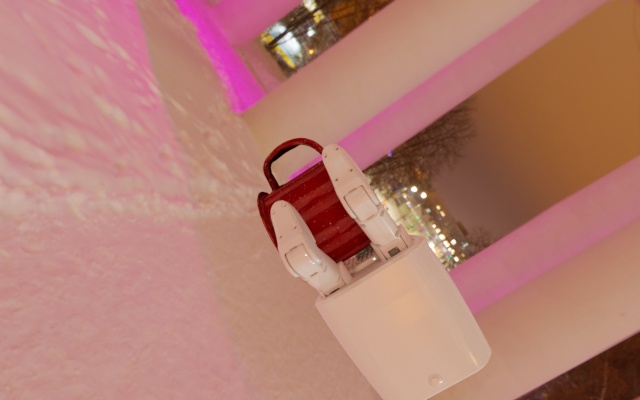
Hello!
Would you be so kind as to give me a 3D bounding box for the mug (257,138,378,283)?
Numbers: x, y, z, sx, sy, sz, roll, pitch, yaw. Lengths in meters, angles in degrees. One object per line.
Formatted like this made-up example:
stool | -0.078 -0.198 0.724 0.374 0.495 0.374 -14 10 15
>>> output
mug | -0.001 0.000 0.401 0.081 0.117 0.093 -32 3 10
